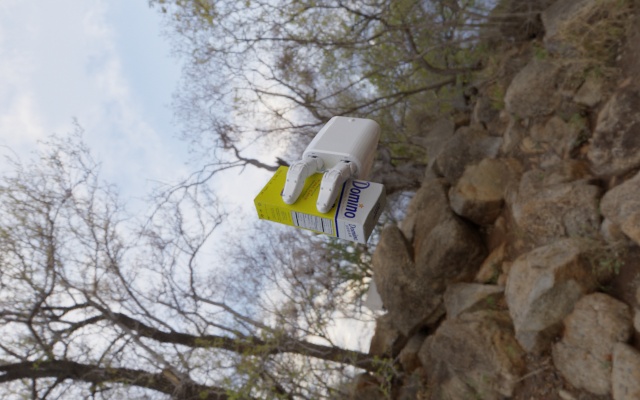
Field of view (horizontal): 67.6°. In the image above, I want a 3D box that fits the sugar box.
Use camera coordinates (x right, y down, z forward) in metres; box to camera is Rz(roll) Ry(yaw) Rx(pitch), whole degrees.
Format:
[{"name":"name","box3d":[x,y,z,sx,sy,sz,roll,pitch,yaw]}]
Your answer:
[{"name":"sugar box","box3d":[0.000,0.002,0.707,0.176,0.048,0.093,9,43,24]}]
